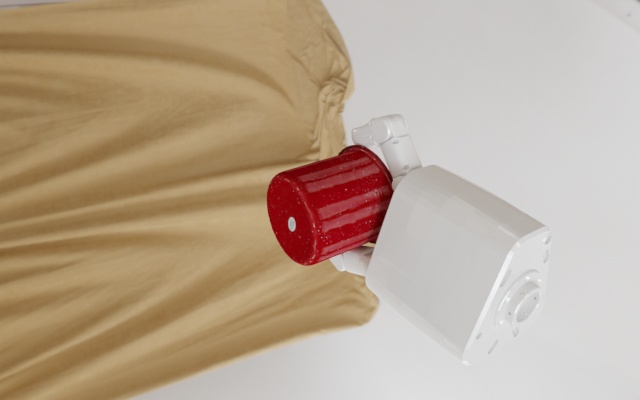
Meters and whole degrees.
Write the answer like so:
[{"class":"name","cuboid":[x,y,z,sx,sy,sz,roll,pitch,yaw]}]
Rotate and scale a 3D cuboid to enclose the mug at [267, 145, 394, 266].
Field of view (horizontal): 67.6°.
[{"class":"mug","cuboid":[-0.001,0.001,0.420,0.081,0.093,0.117,-19,33,-30]}]
